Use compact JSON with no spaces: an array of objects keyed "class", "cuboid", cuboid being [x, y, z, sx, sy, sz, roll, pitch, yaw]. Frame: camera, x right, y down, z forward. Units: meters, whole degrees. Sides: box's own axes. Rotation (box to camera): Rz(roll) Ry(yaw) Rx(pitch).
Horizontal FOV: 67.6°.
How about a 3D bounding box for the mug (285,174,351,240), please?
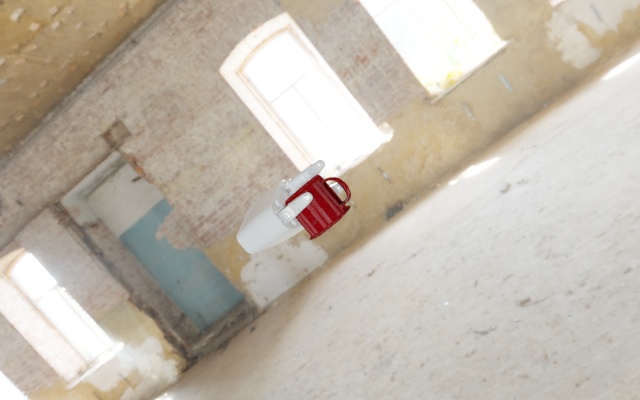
[{"class":"mug","cuboid":[0.001,0.002,0.831,0.117,0.081,0.093,-37,6,31]}]
